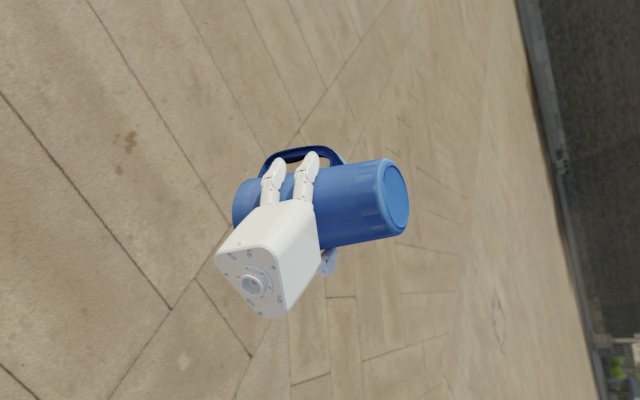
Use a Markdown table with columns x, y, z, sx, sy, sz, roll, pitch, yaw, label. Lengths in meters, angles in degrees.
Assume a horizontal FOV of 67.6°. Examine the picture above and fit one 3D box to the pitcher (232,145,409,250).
| x | y | z | sx | sy | sz | roll | pitch | yaw | label |
| --- | --- | --- | --- | --- | --- | --- | --- | --- | --- |
| 0.000 | 0.002 | 0.708 | 0.243 | 0.149 | 0.145 | -10 | 23 | 29 | pitcher |
